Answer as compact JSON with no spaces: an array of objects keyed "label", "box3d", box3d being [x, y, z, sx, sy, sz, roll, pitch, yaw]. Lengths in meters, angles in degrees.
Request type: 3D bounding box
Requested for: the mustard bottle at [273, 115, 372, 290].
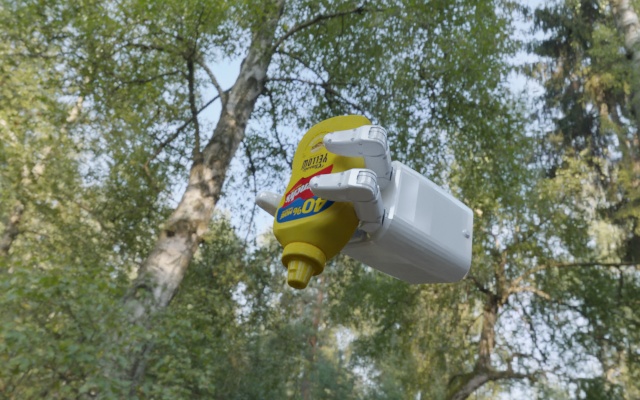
[{"label":"mustard bottle","box3d":[0.000,0.001,0.482,0.096,0.191,0.058,-14,-45,34]}]
